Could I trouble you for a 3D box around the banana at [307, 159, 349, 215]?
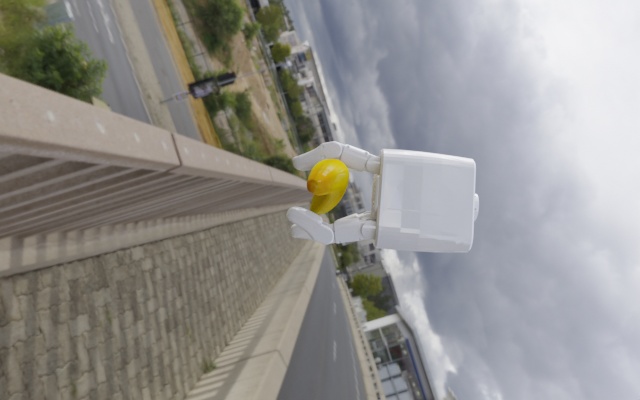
[{"bbox_3d":[0.008,-0.014,0.554,0.037,0.069,0.198,26,-14,5],"label":"banana"}]
